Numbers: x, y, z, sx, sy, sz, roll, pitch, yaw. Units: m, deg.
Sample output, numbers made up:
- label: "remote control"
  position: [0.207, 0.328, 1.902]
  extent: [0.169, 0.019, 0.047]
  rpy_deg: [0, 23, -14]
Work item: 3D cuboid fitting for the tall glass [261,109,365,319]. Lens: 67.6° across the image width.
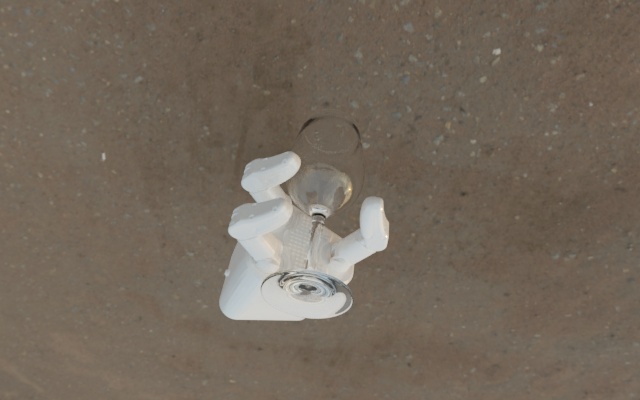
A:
- label: "tall glass"
  position: [0.000, 0.002, 0.442]
  extent: [0.079, 0.200, 0.079]
  rpy_deg: [5, -40, 4]
